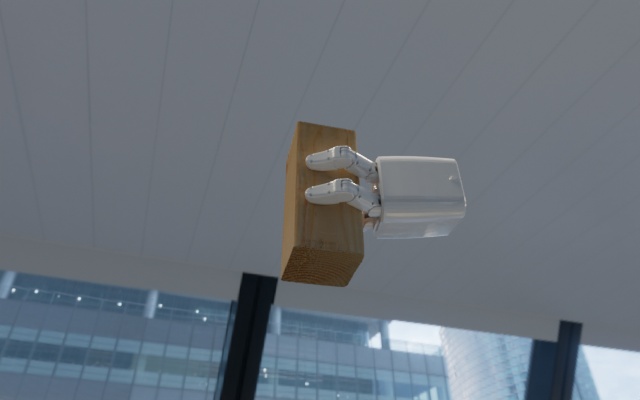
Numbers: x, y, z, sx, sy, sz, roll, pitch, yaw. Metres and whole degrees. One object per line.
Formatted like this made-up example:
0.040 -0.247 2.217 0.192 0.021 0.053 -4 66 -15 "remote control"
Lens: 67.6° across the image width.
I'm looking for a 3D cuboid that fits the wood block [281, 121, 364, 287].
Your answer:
0.000 0.002 0.650 0.090 0.206 0.091 8 -38 -10 "wood block"
